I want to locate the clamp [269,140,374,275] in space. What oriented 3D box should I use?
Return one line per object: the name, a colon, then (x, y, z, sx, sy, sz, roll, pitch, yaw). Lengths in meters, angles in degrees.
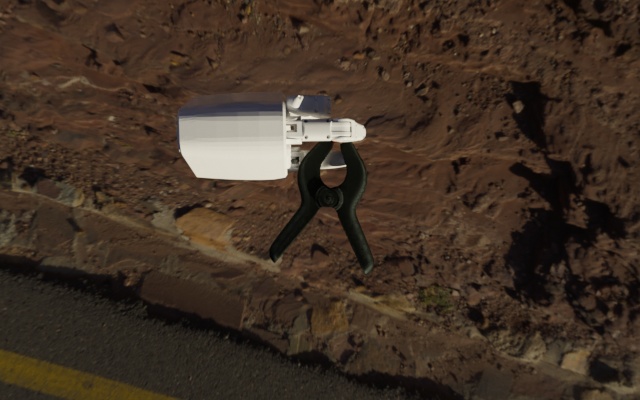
clamp: (0.000, 0.002, 0.544, 0.120, 0.171, 0.039, -2, 4, -4)
